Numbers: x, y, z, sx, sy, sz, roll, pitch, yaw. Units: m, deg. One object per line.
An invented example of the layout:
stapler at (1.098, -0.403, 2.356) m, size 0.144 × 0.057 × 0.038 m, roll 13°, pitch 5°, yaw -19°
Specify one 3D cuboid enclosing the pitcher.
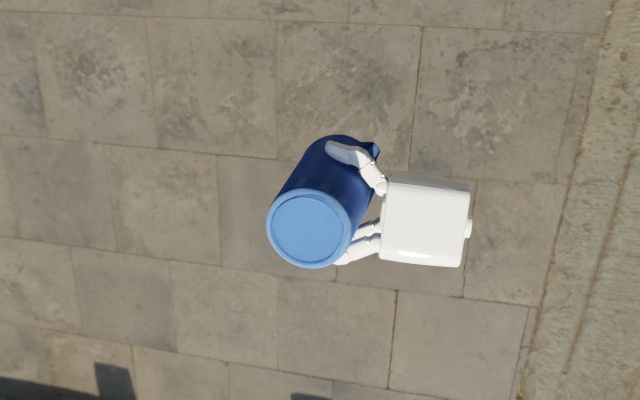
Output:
pitcher at (0.000, 0.002, 0.682) m, size 0.145 × 0.149 × 0.242 m, roll 9°, pitch 22°, yaw 9°
